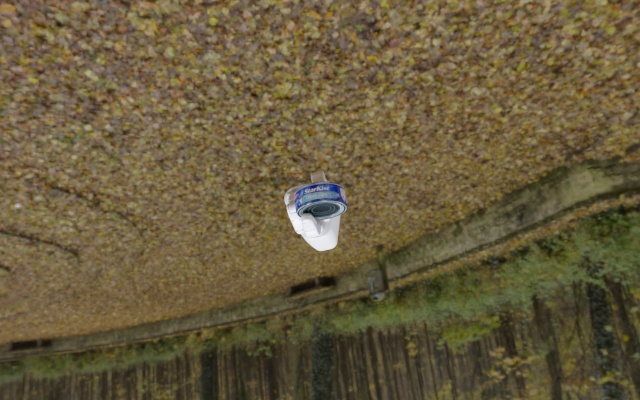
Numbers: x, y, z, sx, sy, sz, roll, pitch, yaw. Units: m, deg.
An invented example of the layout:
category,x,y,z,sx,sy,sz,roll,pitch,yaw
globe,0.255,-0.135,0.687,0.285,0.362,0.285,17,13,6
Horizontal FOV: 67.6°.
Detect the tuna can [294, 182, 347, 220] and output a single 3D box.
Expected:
category,x,y,z,sx,sy,sz,roll,pitch,yaw
tuna can,0.000,0.003,0.785,0.086,0.033,0.086,-6,-23,-2
